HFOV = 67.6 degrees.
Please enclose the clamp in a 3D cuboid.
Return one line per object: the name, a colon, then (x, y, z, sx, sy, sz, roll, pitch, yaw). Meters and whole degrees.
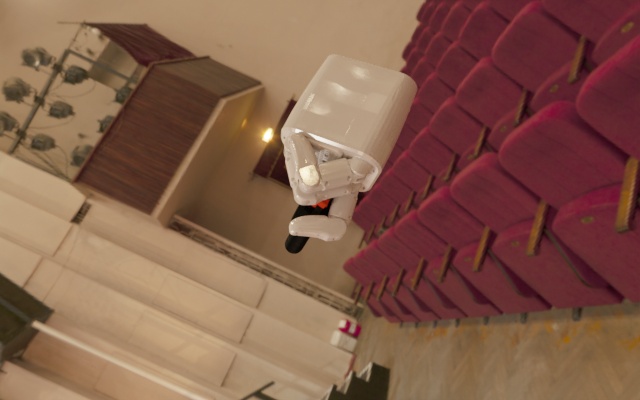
clamp: (0.000, 0.002, 0.583, 0.039, 0.120, 0.171, 30, -17, 0)
